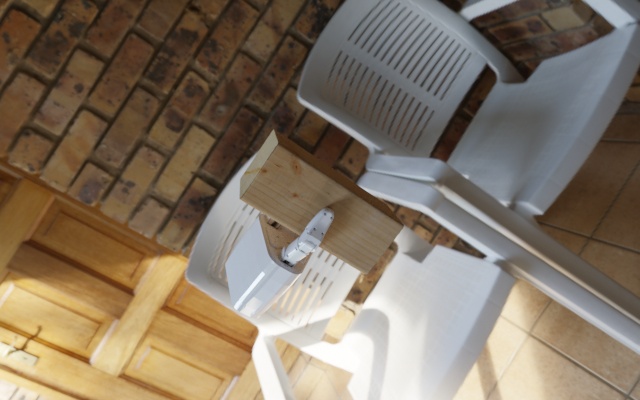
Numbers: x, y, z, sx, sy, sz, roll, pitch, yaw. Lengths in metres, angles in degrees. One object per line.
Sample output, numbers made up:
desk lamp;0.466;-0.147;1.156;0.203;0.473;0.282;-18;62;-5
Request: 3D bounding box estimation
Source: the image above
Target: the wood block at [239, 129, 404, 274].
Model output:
wood block;0.000;0.003;0.659;0.206;0.090;0.090;32;12;-18
